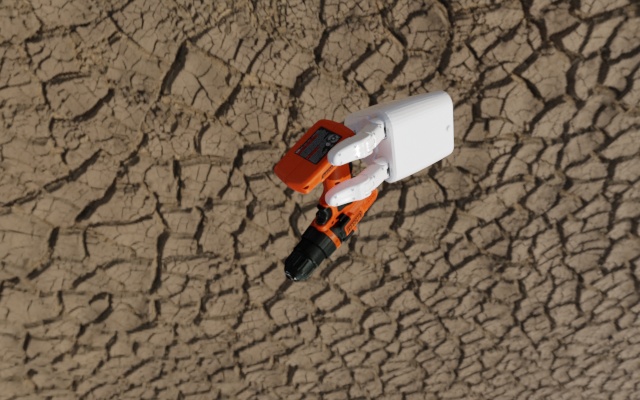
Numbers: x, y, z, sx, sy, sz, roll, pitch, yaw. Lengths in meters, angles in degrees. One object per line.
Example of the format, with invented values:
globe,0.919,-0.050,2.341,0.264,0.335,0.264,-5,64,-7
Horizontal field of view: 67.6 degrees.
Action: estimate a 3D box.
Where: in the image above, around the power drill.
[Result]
power drill,0.000,0.002,0.622,0.057,0.184,0.188,29,-23,27
